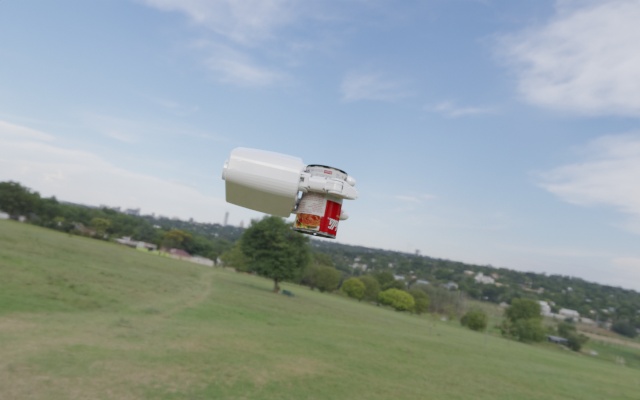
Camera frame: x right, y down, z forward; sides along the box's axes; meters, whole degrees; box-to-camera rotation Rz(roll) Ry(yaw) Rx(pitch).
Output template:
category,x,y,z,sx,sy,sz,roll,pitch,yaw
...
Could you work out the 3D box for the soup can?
category,x,y,z,sx,sy,sz,roll,pitch,yaw
soup can,0.001,0.002,0.732,0.068,0.102,0.068,11,-8,2
